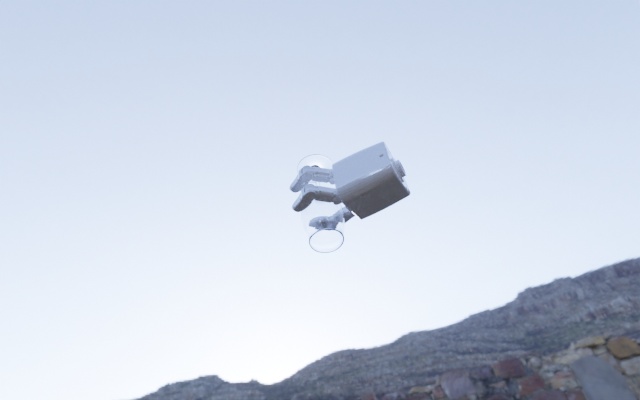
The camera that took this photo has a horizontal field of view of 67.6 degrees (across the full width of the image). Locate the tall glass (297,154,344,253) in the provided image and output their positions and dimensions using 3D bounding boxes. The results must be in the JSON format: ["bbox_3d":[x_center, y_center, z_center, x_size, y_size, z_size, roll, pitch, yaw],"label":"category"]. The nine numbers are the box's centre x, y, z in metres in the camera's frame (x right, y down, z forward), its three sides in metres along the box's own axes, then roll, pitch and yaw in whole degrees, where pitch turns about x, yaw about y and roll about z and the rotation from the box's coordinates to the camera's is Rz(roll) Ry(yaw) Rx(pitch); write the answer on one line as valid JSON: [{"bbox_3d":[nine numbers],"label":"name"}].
[{"bbox_3d":[0.000,0.003,0.893,0.079,0.079,0.200,0,43,-8],"label":"tall glass"}]
